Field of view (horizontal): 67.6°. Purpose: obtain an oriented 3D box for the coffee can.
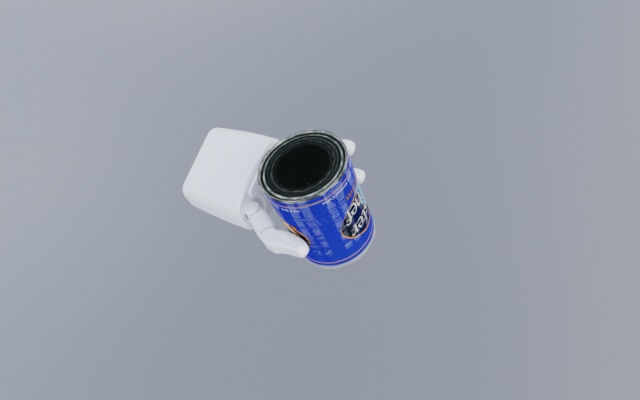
[{"bbox_3d":[0.000,0.002,0.561,0.103,0.102,0.140,0,-36,21],"label":"coffee can"}]
